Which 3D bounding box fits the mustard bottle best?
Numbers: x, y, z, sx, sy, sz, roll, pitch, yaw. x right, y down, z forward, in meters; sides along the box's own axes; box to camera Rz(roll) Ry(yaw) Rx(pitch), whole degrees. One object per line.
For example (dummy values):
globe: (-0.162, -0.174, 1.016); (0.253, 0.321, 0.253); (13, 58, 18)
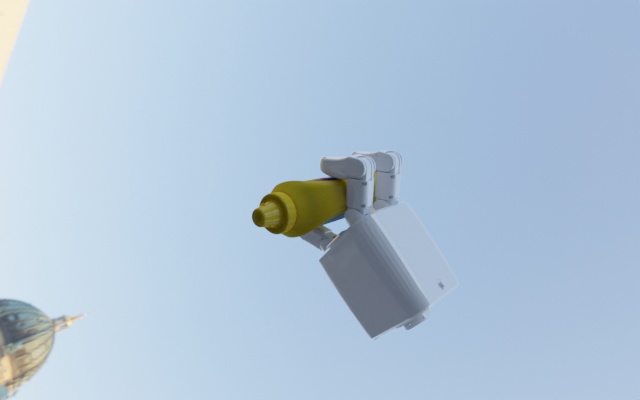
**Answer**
mustard bottle: (0.000, 0.001, 0.521); (0.096, 0.058, 0.191); (-13, 2, 40)
